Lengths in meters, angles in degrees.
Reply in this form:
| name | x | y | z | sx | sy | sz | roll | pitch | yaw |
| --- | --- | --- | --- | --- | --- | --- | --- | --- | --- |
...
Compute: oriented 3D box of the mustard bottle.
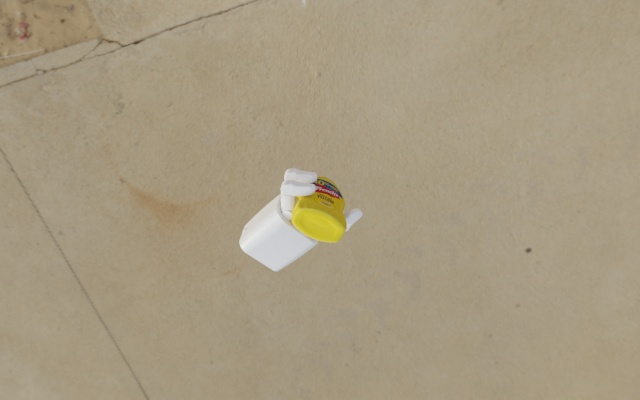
| name | x | y | z | sx | sy | sz | roll | pitch | yaw |
| --- | --- | --- | --- | --- | --- | --- | --- | --- | --- |
| mustard bottle | 0.000 | 0.003 | 0.898 | 0.096 | 0.058 | 0.191 | 22 | 24 | -9 |
